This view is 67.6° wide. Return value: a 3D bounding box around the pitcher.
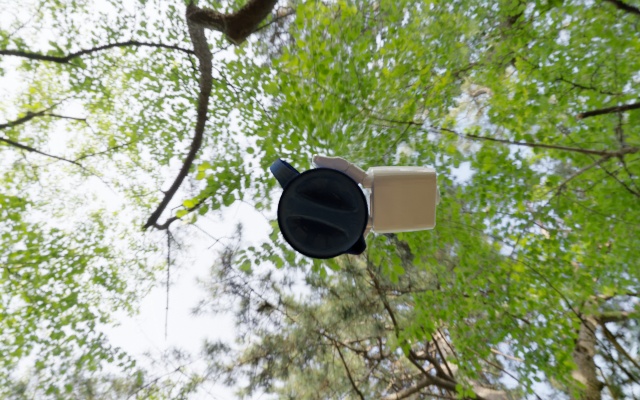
[{"bbox_3d":[0.000,0.003,0.798,0.145,0.149,0.243,-2,4,2],"label":"pitcher"}]
